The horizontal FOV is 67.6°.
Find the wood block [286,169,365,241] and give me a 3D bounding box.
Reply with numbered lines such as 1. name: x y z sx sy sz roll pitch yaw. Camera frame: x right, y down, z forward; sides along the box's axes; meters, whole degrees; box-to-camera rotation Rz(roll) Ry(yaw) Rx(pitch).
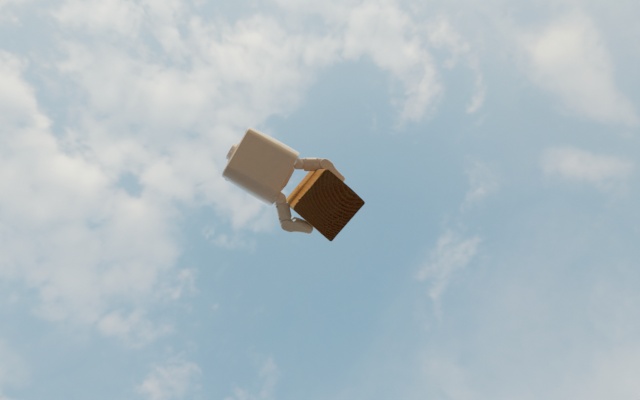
1. wood block: 0.000 0.002 0.888 0.090 0.091 0.206 41 -3 -8
